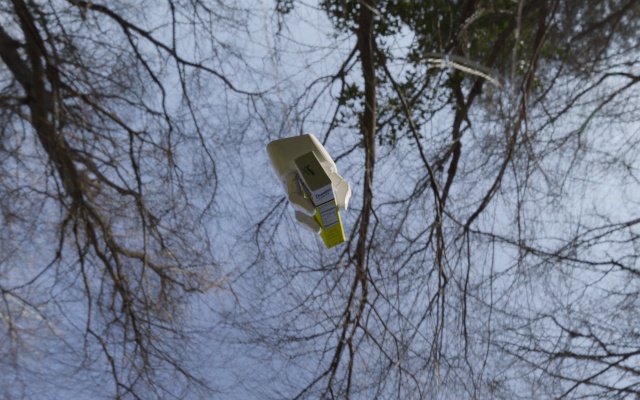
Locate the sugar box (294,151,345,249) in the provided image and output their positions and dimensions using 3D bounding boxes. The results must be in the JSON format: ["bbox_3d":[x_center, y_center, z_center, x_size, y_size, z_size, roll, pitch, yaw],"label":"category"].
[{"bbox_3d":[0.000,0.003,0.892,0.048,0.093,0.176,-25,-41,-6],"label":"sugar box"}]
